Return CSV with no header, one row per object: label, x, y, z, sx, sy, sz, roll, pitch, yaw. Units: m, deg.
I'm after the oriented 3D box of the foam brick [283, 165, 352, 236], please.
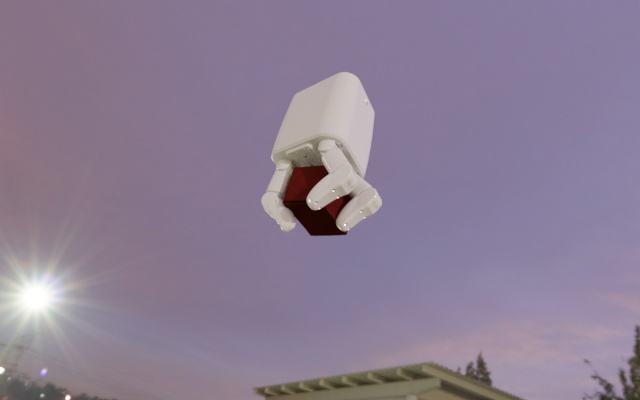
foam brick,0.000,0.002,0.572,0.053,0.051,0.078,-2,-34,27
